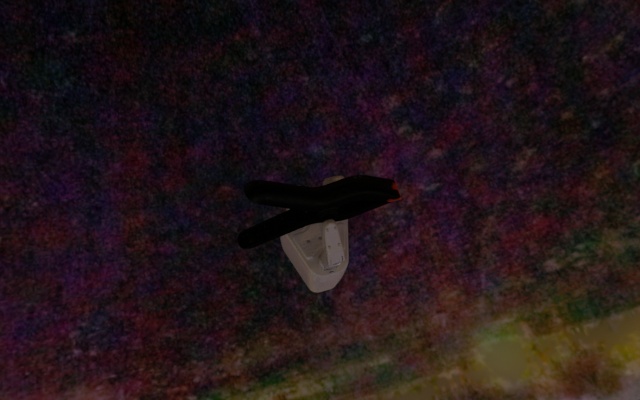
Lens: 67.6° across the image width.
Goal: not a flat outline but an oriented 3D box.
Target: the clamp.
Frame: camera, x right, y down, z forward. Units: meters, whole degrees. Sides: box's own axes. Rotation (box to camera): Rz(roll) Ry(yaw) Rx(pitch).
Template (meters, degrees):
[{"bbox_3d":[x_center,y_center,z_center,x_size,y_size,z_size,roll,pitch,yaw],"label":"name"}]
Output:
[{"bbox_3d":[0.001,0.003,0.568,0.210,0.036,0.165,-13,-20,-11],"label":"clamp"}]
